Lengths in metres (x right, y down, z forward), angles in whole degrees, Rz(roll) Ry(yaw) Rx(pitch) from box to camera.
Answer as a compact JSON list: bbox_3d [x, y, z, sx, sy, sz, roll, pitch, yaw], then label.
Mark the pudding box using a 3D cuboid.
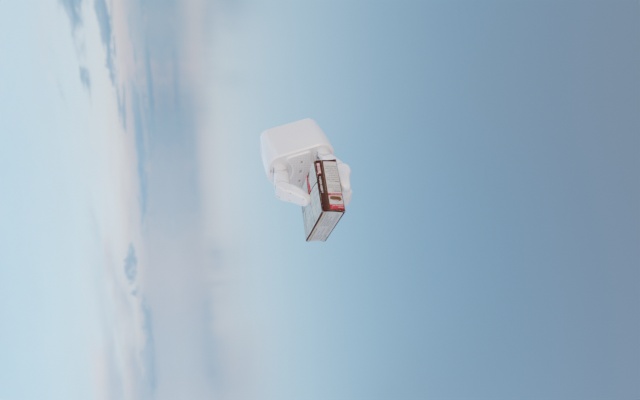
[{"bbox_3d":[0.000,0.002,0.737,0.039,0.090,0.113,-2,-26,-15],"label":"pudding box"}]
